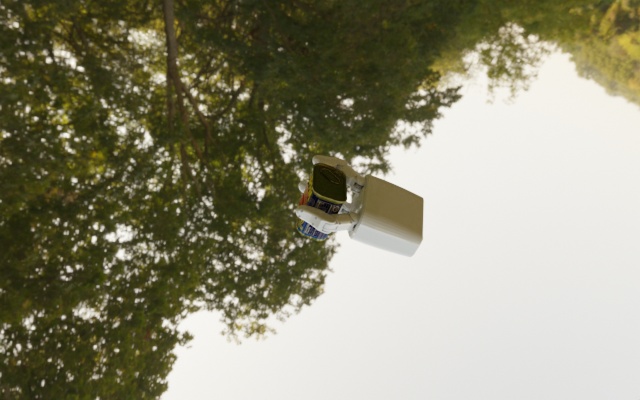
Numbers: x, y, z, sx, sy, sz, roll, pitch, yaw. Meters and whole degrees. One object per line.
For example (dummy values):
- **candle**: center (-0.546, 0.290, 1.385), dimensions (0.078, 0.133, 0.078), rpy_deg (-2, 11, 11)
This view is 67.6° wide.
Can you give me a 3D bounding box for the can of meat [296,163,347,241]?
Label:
- **can of meat**: center (0.000, 0.003, 0.764), dimensions (0.057, 0.084, 0.102), rpy_deg (18, 31, -11)
